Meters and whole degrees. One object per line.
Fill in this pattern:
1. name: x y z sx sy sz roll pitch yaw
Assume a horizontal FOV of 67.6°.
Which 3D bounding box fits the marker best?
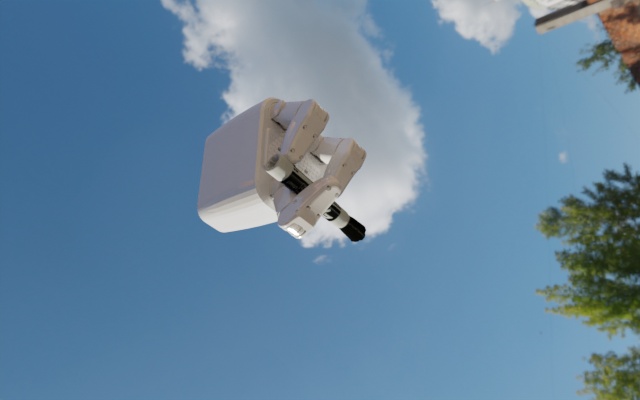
1. marker: 0.000 0.001 0.422 0.121 0.020 0.020 40 -24 -32
